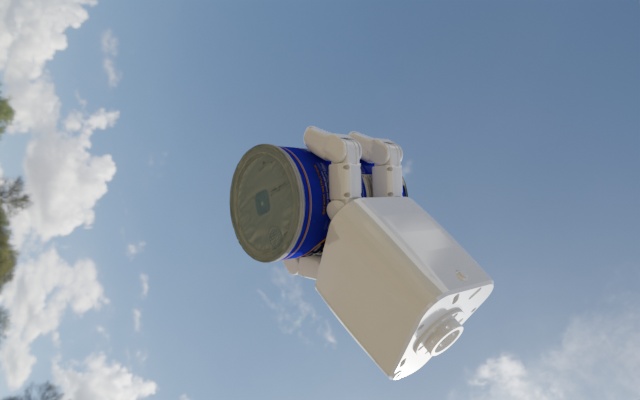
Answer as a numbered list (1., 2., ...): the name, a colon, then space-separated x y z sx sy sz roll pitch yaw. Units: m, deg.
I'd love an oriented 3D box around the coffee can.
1. coffee can: 0.000 0.001 0.457 0.140 0.103 0.103 -1 1 -42
